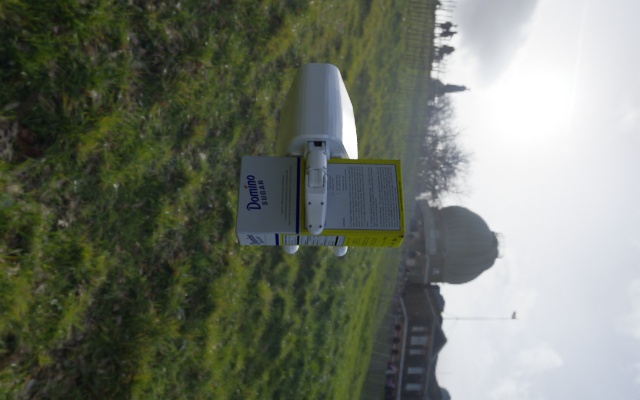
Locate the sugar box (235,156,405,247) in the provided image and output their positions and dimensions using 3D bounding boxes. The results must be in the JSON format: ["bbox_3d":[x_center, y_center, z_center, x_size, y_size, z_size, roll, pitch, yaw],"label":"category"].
[{"bbox_3d":[0.000,0.002,0.520,0.176,0.093,0.048,1,-25,0],"label":"sugar box"}]
